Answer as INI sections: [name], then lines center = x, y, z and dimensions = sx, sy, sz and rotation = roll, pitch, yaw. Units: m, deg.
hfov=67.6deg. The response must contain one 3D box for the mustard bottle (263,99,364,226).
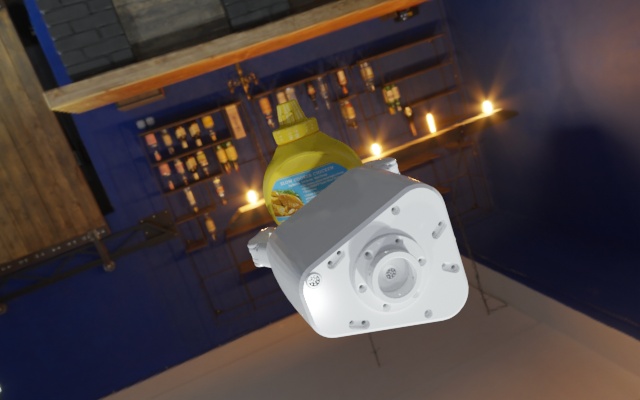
[mustard bottle]
center = 0.000, 0.002, 0.442
dimensions = 0.096, 0.192, 0.058
rotation = -17, 13, 11
